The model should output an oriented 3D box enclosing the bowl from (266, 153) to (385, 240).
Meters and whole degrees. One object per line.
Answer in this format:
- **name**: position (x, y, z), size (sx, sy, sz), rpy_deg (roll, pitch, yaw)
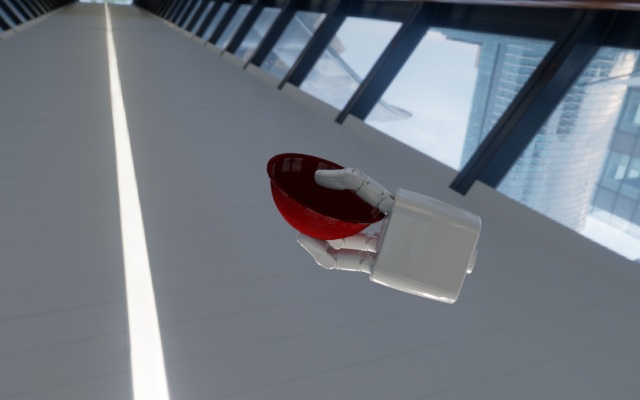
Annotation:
- **bowl**: position (-0.001, 0.002, 0.611), size (0.162, 0.055, 0.162), rpy_deg (19, 26, -10)
